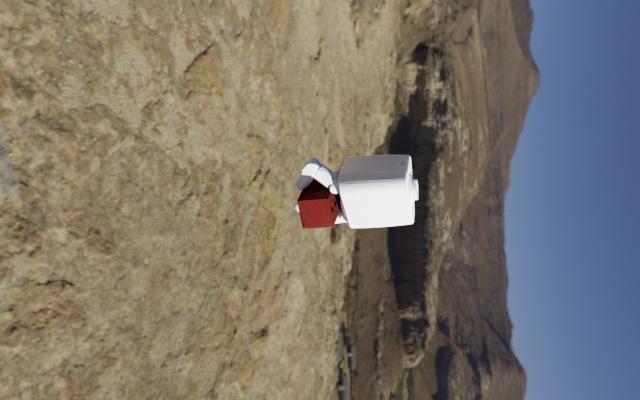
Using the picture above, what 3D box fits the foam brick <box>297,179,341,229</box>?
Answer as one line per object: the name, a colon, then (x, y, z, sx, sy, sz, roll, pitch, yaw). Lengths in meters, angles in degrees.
foam brick: (0.000, 0.003, 0.771, 0.051, 0.053, 0.078, -3, 29, 16)
